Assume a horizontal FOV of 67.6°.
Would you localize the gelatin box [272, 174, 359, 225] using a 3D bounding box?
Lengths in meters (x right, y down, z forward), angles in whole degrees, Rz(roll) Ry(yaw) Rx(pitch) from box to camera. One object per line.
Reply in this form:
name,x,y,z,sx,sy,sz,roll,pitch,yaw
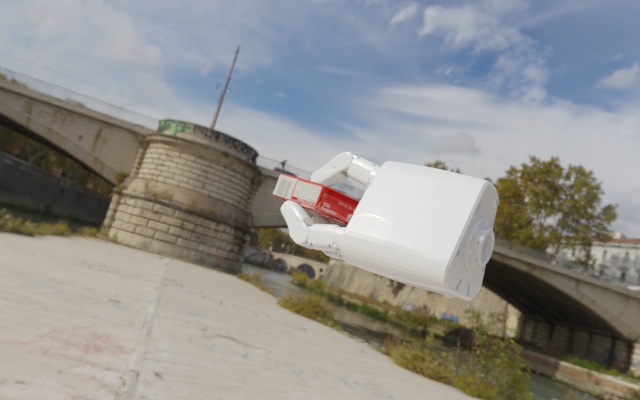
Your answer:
gelatin box,0.000,0.001,0.537,0.073,0.030,0.089,25,-5,-38
